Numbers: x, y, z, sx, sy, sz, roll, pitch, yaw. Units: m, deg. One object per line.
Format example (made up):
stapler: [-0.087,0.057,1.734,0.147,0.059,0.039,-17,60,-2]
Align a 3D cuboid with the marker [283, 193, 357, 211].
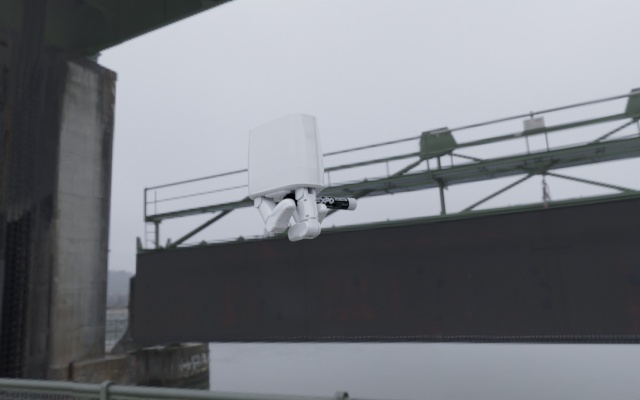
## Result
marker: [0.000,0.002,0.684,0.121,0.020,0.020,4,-3,-35]
